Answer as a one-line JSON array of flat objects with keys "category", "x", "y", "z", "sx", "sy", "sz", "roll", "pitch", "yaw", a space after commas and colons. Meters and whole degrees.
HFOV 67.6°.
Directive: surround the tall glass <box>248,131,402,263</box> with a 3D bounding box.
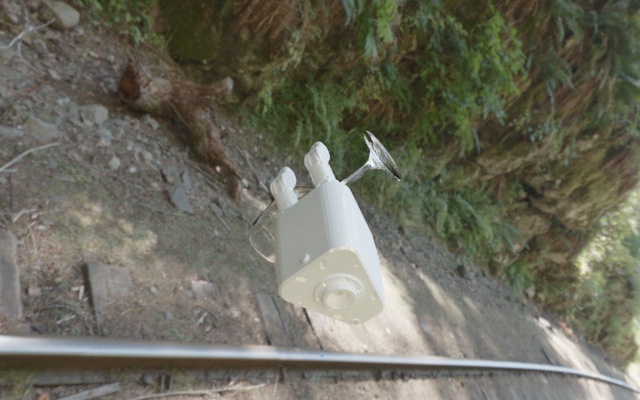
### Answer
[{"category": "tall glass", "x": 0.001, "y": 0.002, "z": 0.605, "sx": 0.201, "sy": 0.079, "sz": 0.079, "roll": -36, "pitch": -14, "yaw": 19}]
